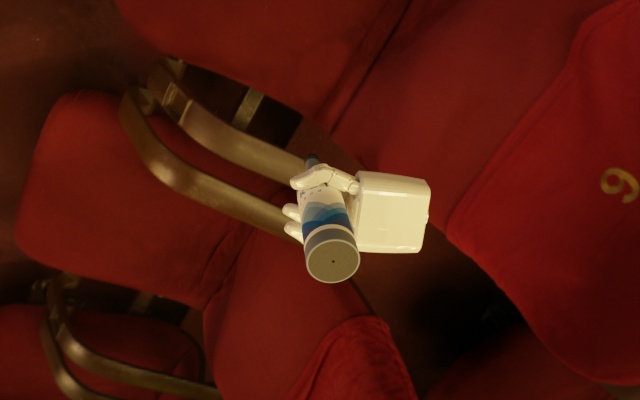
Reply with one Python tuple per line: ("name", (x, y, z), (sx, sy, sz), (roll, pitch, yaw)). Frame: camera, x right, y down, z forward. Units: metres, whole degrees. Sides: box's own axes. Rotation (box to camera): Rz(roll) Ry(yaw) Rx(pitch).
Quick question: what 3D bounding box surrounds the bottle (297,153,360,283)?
("bottle", (0.000, 0.002, 0.706), (0.069, 0.069, 0.295), (0, 30, -7))
